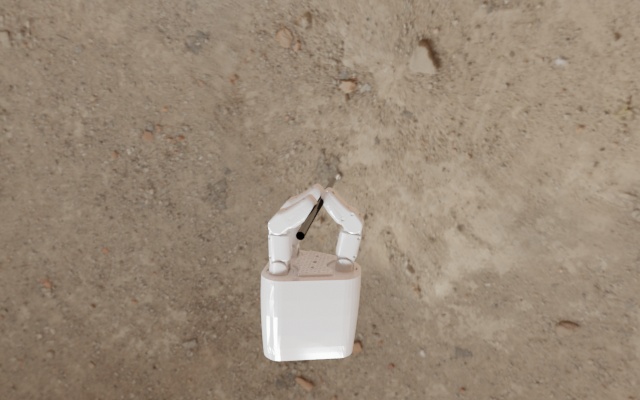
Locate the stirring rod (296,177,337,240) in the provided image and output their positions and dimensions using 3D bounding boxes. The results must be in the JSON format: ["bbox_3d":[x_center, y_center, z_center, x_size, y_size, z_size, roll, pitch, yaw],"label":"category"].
[{"bbox_3d":[0.000,0.002,0.532,0.011,0.011,0.239,0,14,9],"label":"stirring rod"}]
